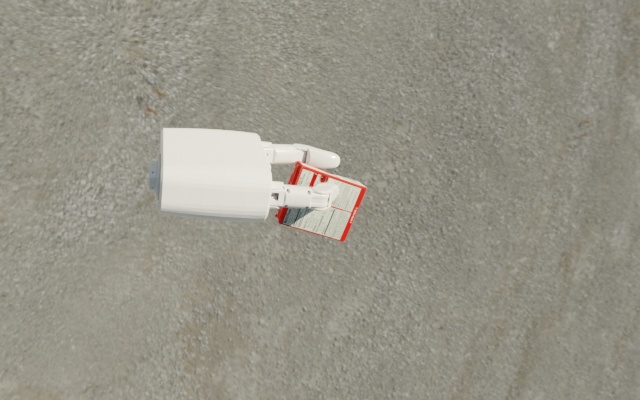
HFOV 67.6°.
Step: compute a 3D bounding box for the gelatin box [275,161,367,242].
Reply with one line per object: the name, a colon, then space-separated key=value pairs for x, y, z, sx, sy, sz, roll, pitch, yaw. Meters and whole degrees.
gelatin box: x=0.001 y=0.002 z=0.566 sx=0.089 sy=0.073 sz=0.030 roll=18 pitch=12 yaw=-20
